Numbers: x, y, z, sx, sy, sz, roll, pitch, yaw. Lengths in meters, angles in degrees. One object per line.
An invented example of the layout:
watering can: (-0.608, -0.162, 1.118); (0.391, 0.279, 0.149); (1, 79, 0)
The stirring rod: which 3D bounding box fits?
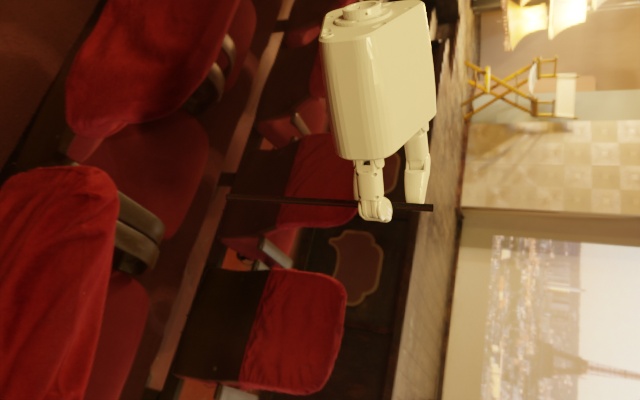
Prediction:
stirring rod: (0.000, 0.002, 0.517); (0.239, 0.011, 0.011); (3, 1, 23)
